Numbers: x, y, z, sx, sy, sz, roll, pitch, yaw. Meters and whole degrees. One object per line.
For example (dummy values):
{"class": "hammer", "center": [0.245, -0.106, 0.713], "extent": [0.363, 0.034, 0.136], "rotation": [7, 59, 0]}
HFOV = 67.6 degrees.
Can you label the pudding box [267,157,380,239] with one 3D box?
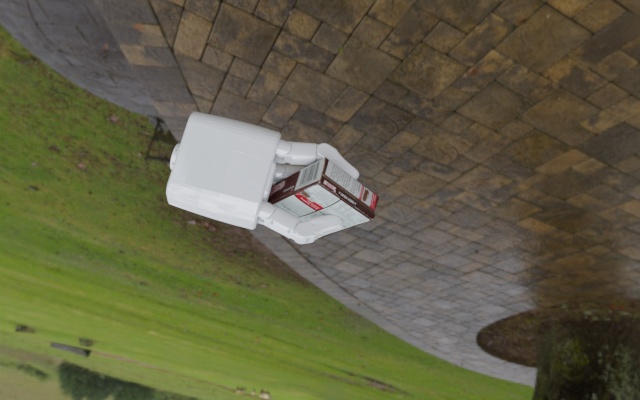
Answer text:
{"class": "pudding box", "center": [0.000, 0.002, 0.583], "extent": [0.090, 0.039, 0.113], "rotation": [33, -33, -27]}
